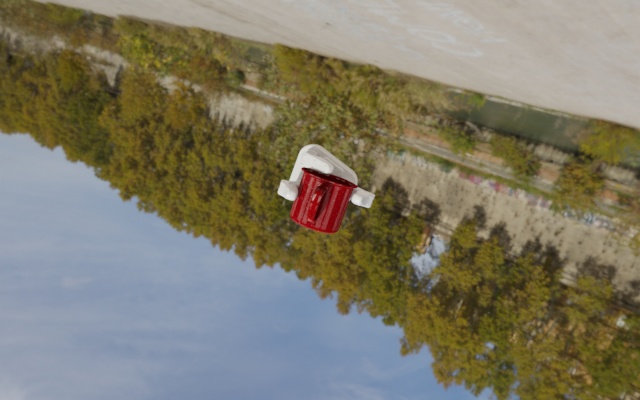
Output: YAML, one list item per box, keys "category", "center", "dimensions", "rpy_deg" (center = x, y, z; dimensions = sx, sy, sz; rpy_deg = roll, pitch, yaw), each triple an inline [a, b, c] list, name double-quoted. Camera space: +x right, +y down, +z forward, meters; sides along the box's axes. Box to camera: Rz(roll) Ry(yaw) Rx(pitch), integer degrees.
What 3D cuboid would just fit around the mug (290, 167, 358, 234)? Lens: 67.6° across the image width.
- category: "mug"
  center: [0.000, 0.003, 0.740]
  dimensions: [0.093, 0.081, 0.117]
  rpy_deg: [19, 10, 4]
